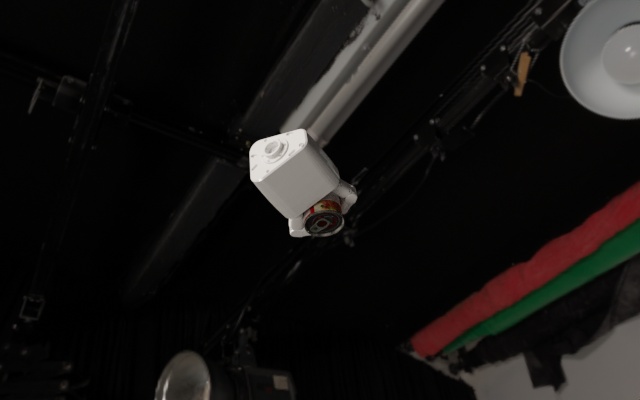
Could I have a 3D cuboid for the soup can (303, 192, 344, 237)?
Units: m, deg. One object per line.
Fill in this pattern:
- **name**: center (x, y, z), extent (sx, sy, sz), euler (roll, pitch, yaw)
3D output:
- **soup can**: center (0.000, 0.003, 0.827), extent (0.068, 0.102, 0.069), euler (-5, -42, -5)
